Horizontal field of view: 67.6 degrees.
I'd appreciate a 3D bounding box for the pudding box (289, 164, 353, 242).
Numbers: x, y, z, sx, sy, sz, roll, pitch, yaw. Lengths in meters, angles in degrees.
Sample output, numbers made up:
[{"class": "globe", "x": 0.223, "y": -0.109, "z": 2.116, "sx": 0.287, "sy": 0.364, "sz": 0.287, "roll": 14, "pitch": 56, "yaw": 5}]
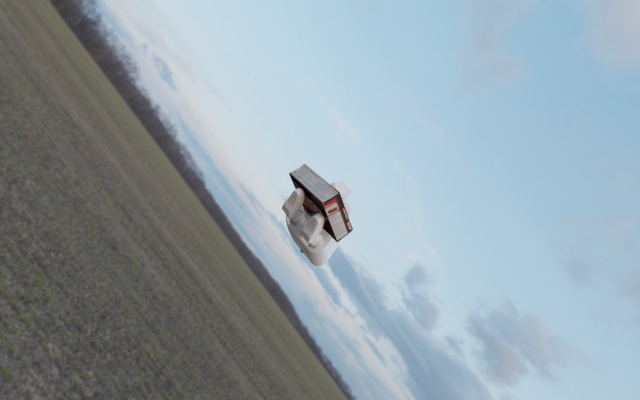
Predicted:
[{"class": "pudding box", "x": 0.000, "y": 0.003, "z": 0.783, "sx": 0.039, "sy": 0.090, "sz": 0.113, "roll": -35, "pitch": 42, "yaw": -14}]
